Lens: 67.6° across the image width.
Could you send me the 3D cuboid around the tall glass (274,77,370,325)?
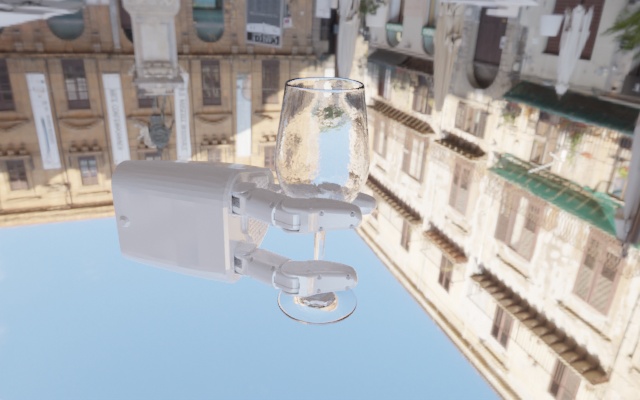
[{"bbox_3d":[0.000,0.002,0.406,0.079,0.201,0.079,2,23,-1],"label":"tall glass"}]
